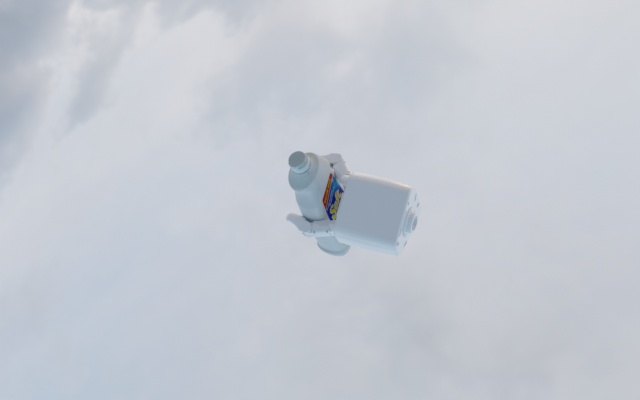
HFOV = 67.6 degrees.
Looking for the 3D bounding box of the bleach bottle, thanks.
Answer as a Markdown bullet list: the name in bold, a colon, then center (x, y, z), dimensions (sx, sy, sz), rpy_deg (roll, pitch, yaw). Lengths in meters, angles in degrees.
- **bleach bottle**: center (0.000, 0.003, 0.816), dimensions (0.068, 0.102, 0.251), rpy_deg (15, -21, 27)
